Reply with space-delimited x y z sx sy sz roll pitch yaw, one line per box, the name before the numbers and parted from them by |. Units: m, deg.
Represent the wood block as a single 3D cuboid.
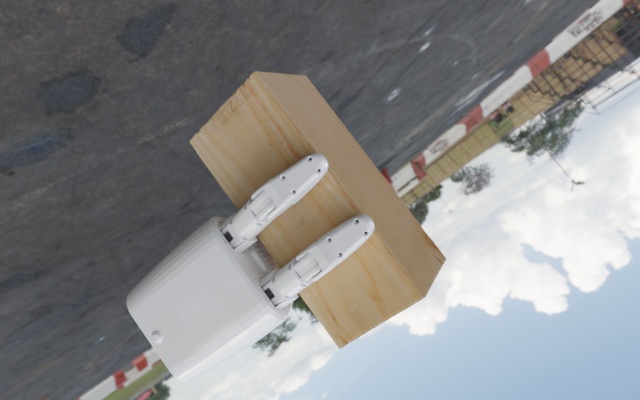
wood block | 0.000 0.002 0.402 0.090 0.206 0.091 -39 -6 26
